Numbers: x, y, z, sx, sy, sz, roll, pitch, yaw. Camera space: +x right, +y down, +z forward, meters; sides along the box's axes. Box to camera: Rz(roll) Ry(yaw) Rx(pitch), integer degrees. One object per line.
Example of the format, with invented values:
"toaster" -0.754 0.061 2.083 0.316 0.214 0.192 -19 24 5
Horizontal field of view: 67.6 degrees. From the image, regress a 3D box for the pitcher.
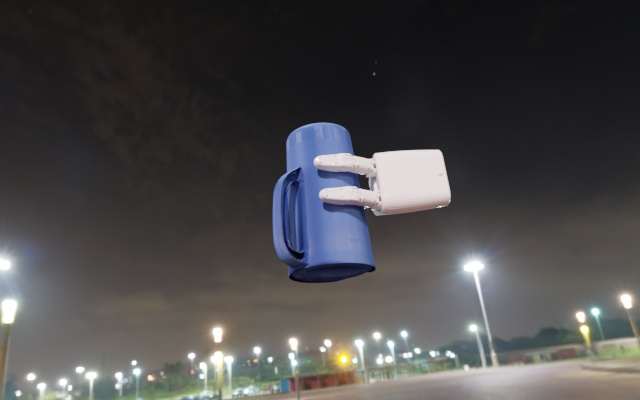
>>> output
"pitcher" 0.000 0.002 0.753 0.145 0.242 0.149 -6 -20 -1
